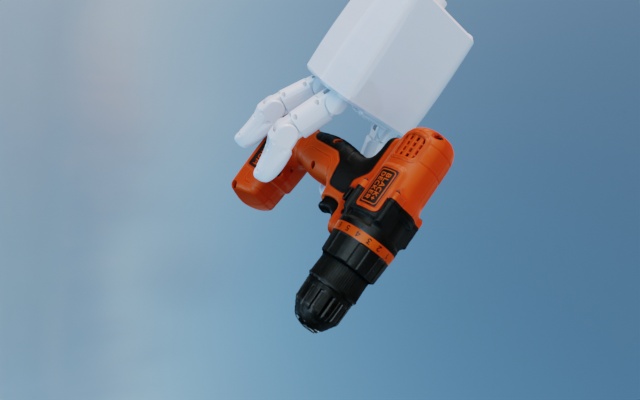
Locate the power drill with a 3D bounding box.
[{"bbox_3d":[0.000,0.001,0.424,0.187,0.184,0.057,28,-14,44],"label":"power drill"}]
